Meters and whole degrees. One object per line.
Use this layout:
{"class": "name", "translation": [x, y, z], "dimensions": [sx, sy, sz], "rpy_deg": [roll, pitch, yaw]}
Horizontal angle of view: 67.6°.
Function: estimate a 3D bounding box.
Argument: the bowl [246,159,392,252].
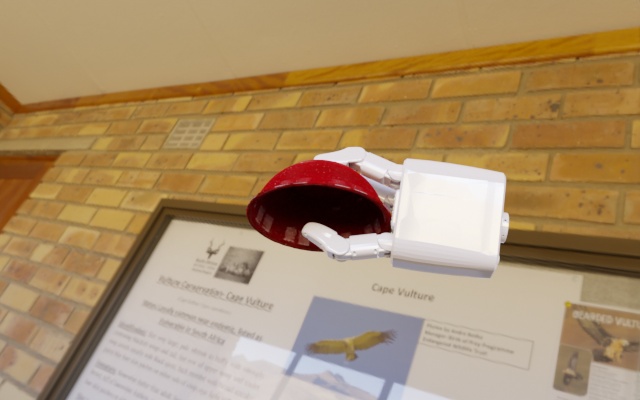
{"class": "bowl", "translation": [-0.001, 0.001, 0.541], "dimensions": [0.162, 0.055, 0.162], "rpy_deg": [3, -30, 2]}
